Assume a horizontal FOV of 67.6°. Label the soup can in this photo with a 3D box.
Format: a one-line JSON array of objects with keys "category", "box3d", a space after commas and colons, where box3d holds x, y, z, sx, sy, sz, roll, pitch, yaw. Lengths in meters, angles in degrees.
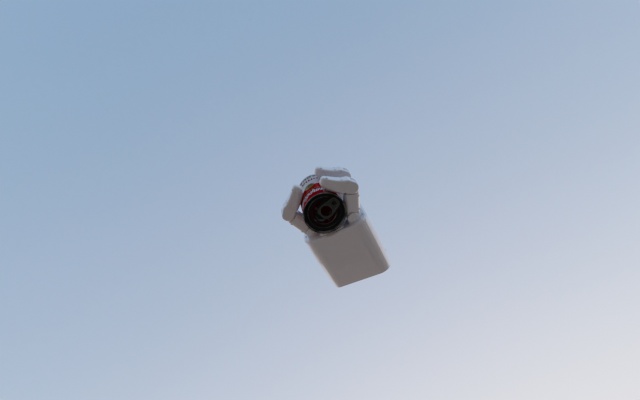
[{"category": "soup can", "box3d": [0.000, 0.002, 0.777, 0.068, 0.068, 0.102, 0, 21, -8]}]
